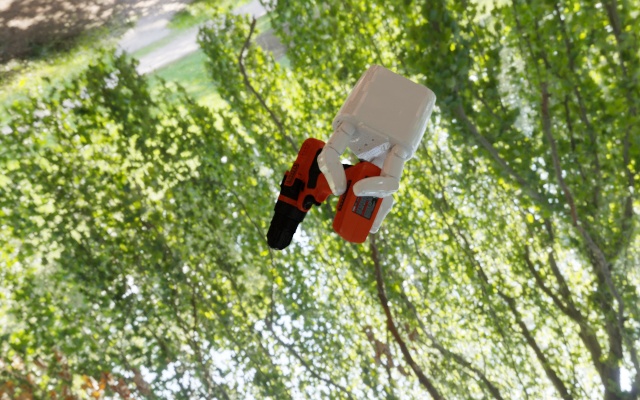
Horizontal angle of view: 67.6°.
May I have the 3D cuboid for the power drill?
[{"bbox_3d":[0.001,0.002,0.685,0.057,0.184,0.187,23,-3,-37],"label":"power drill"}]
